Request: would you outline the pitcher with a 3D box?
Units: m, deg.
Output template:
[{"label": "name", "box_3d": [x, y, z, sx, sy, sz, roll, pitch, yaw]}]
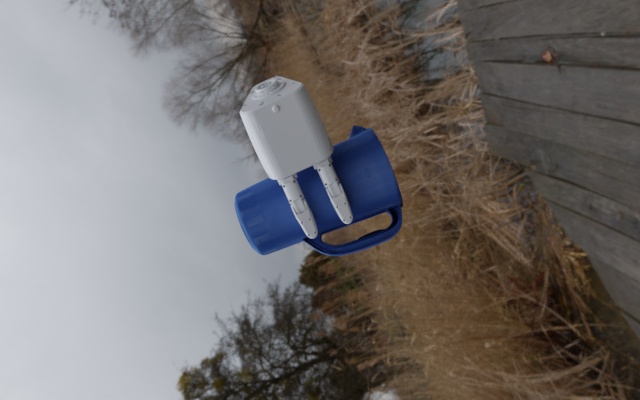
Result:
[{"label": "pitcher", "box_3d": [0.000, 0.002, 0.740, 0.243, 0.145, 0.149, -23, 31, 2]}]
